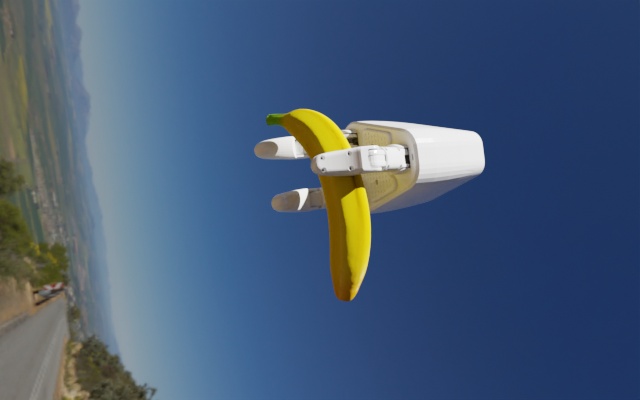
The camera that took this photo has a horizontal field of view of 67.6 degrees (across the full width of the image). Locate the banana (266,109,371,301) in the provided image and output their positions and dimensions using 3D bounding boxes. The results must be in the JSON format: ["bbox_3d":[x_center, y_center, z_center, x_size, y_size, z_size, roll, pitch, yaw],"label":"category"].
[{"bbox_3d":[0.010,-0.010,0.440,0.037,0.197,0.070,-6,-22,-44],"label":"banana"}]
